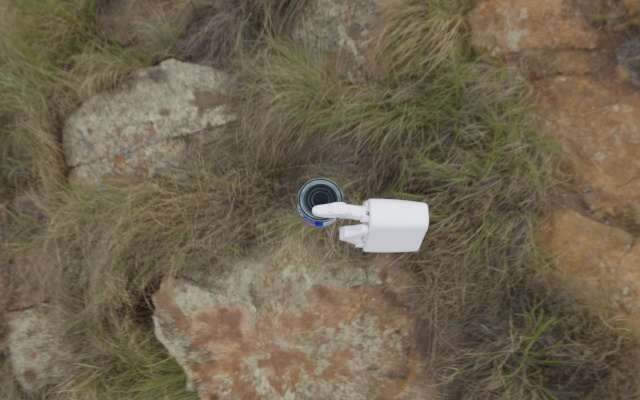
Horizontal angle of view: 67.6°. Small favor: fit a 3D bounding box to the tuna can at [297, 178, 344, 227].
[{"bbox_3d":[0.000,0.003,0.871,0.086,0.086,0.034,0,-18,0],"label":"tuna can"}]
